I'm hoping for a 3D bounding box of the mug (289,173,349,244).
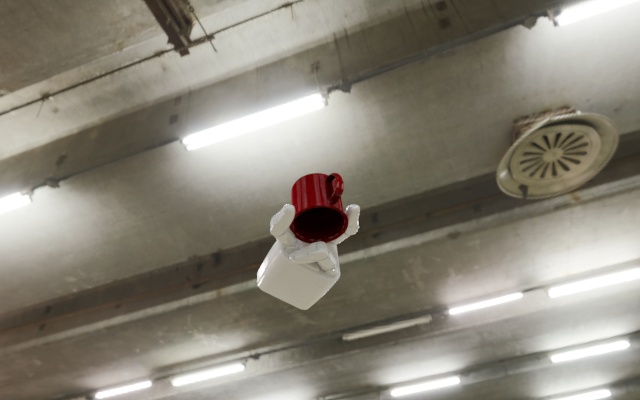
[{"bbox_3d":[0.001,0.001,0.764,0.093,0.081,0.117,17,-48,-23],"label":"mug"}]
